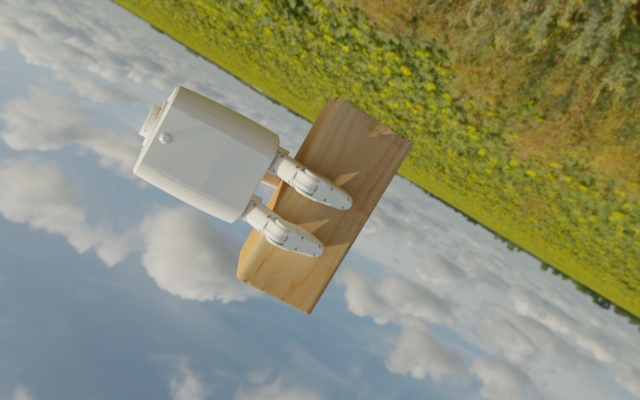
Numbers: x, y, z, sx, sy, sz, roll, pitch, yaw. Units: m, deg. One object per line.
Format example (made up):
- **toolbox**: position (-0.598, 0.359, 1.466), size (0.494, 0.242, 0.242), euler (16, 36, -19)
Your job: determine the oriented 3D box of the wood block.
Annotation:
- **wood block**: position (0.000, 0.002, 0.517), size (0.090, 0.206, 0.091), euler (29, 8, -12)
